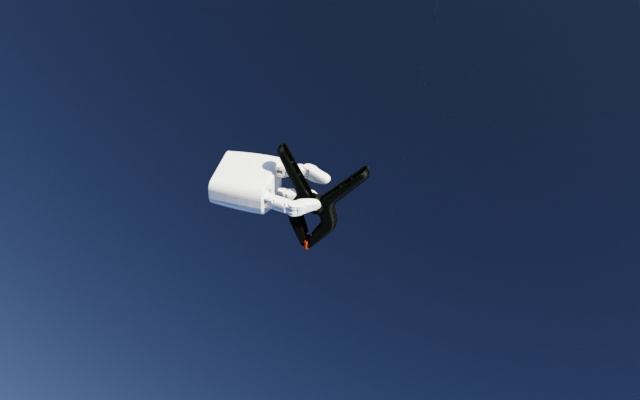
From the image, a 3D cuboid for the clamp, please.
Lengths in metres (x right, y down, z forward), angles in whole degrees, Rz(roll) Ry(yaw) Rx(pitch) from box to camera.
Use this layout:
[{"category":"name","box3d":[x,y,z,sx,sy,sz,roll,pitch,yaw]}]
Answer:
[{"category":"clamp","box3d":[0.000,0.004,0.869,0.164,0.210,0.036,11,33,11]}]
